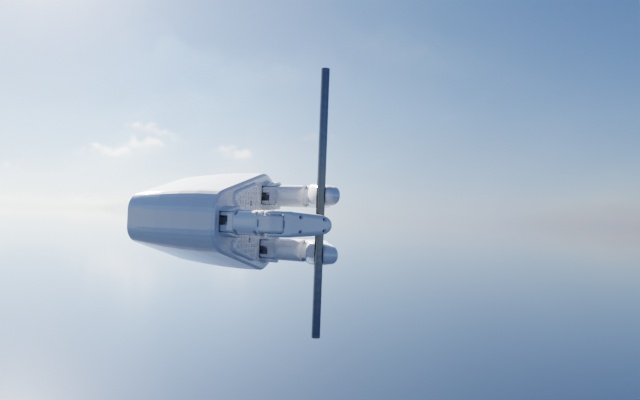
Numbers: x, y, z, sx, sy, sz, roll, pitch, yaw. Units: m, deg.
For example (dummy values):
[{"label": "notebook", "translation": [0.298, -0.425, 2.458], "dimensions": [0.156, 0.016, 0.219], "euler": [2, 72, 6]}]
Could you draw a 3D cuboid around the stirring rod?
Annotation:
[{"label": "stirring rod", "translation": [0.000, 0.001, 0.427], "dimensions": [0.011, 0.239, 0.011], "euler": [2, -2, 0]}]
